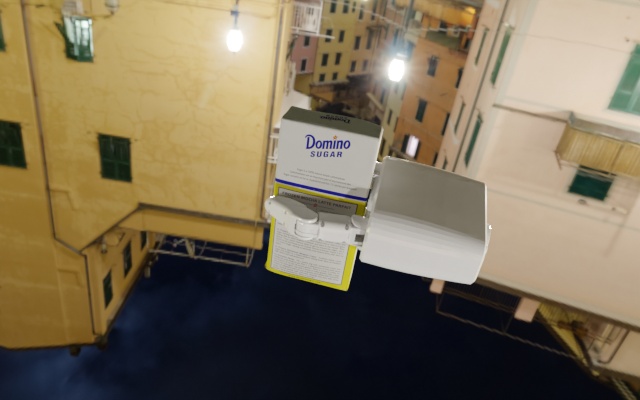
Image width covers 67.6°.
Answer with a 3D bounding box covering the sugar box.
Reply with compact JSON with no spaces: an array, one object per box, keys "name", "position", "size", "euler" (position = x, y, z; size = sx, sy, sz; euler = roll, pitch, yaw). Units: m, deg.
[{"name":"sugar box","position":[0.000,0.001,0.479],"size":[0.093,0.176,0.048],"euler":[13,28,6]}]
